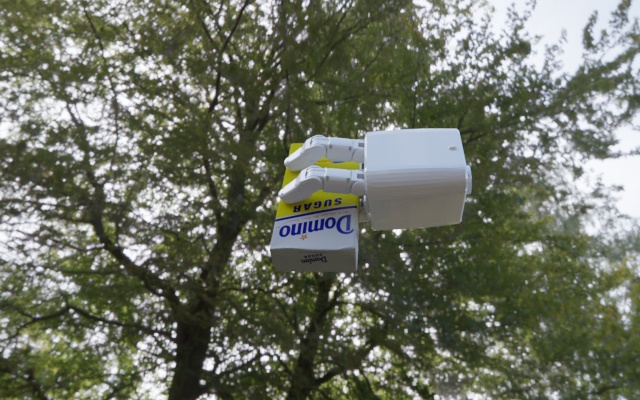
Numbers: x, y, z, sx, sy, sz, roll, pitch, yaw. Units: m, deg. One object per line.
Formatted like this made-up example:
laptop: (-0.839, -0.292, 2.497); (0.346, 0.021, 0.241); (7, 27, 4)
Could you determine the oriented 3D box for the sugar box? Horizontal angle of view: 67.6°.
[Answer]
sugar box: (0.000, 0.001, 0.564); (0.093, 0.048, 0.176); (-1, 43, 7)
